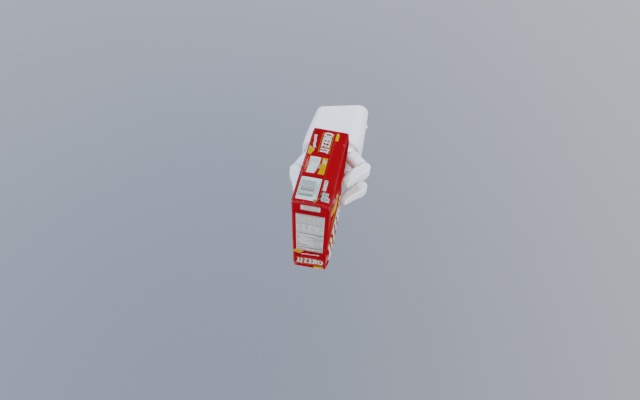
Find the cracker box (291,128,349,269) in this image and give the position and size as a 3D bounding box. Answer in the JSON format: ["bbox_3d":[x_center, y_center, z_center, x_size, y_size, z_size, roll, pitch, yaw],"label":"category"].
[{"bbox_3d":[0.000,0.003,0.865,0.072,0.164,0.214,11,-35,6],"label":"cracker box"}]
